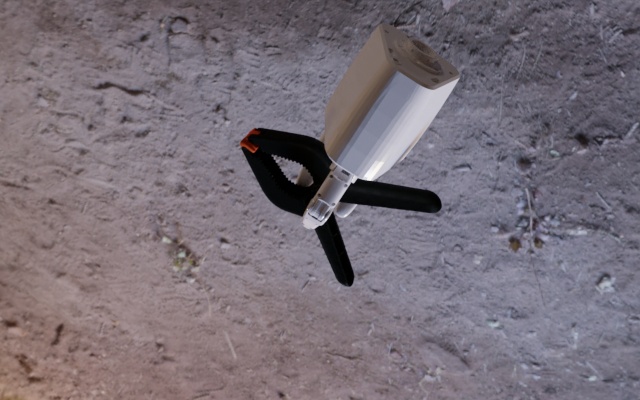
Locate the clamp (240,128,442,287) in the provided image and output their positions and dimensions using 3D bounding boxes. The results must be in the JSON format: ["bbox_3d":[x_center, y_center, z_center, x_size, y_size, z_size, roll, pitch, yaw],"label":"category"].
[{"bbox_3d":[0.000,0.002,0.521,0.210,0.165,0.036,32,35,-3],"label":"clamp"}]
